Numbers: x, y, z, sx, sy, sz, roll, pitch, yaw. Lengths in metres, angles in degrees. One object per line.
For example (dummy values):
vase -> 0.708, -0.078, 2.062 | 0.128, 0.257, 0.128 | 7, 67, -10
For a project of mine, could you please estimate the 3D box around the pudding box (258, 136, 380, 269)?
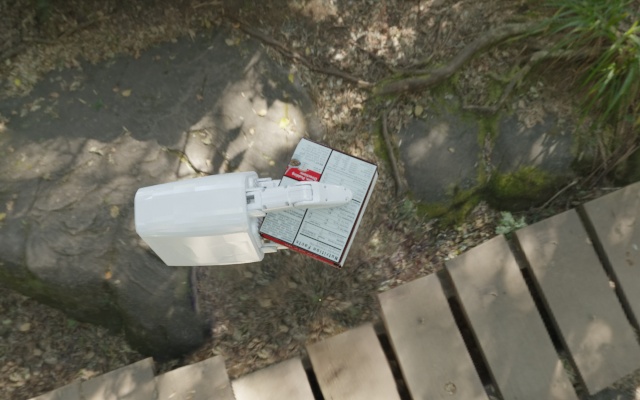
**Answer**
pudding box -> 0.000, 0.002, 0.489 | 0.090, 0.113, 0.039 | 22, -9, 8
